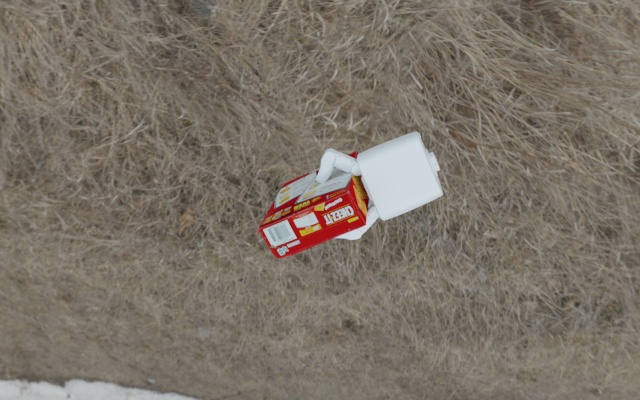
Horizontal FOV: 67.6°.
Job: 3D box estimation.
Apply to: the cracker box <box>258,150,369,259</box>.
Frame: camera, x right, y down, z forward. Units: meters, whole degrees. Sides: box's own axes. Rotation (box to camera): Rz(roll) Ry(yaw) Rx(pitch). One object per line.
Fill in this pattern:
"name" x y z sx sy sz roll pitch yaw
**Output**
"cracker box" 0.000 0.003 0.835 0.164 0.072 0.213 -23 17 16
